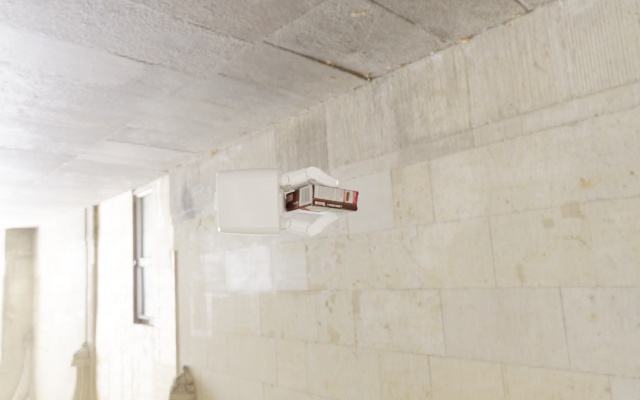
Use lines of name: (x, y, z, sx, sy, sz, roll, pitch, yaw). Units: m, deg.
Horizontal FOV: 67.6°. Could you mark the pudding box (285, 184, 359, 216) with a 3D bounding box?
pudding box: (0.000, 0.003, 0.831, 0.090, 0.039, 0.113, 7, -9, -26)
